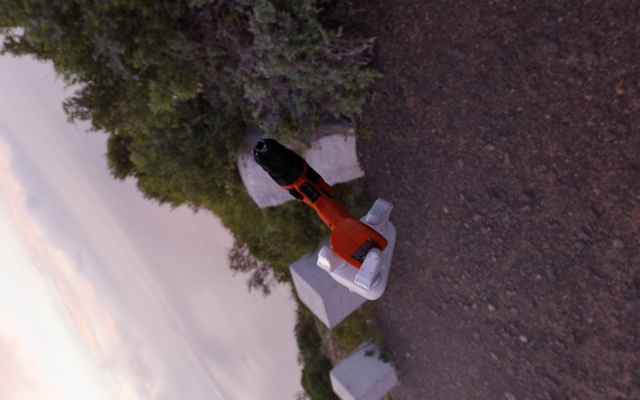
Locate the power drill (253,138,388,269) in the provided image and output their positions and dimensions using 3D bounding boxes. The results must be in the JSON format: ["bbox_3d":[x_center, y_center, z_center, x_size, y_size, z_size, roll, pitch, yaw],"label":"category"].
[{"bbox_3d":[0.000,0.003,0.658,0.187,0.057,0.184,49,8,35],"label":"power drill"}]
